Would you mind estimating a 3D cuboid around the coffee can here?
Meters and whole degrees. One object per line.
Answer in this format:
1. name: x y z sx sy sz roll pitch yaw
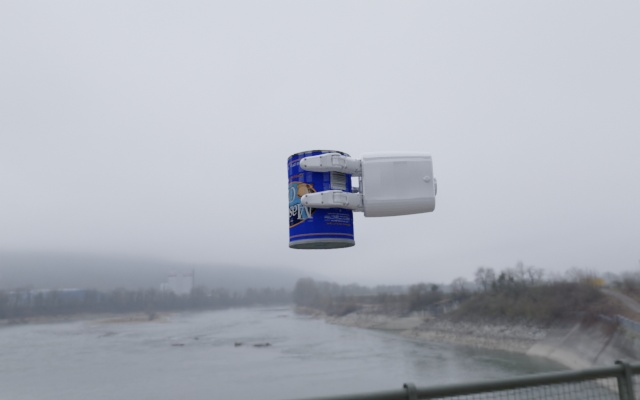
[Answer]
1. coffee can: 0.000 0.003 0.747 0.103 0.140 0.103 -2 -11 0
